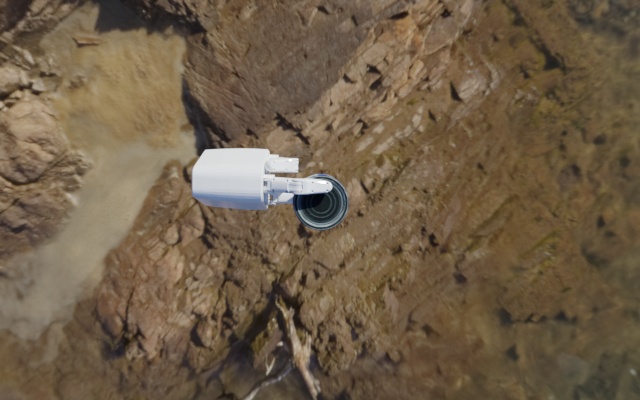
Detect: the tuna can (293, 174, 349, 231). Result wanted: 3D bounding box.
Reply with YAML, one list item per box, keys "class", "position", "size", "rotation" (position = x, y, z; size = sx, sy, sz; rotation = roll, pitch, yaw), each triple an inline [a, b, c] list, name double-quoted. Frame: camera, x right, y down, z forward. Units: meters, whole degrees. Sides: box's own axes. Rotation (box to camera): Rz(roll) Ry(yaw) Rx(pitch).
- class: "tuna can"
  position: [0.000, 0.002, 0.732]
  size: [0.086, 0.086, 0.034]
  rotation: [0, 5, -4]
